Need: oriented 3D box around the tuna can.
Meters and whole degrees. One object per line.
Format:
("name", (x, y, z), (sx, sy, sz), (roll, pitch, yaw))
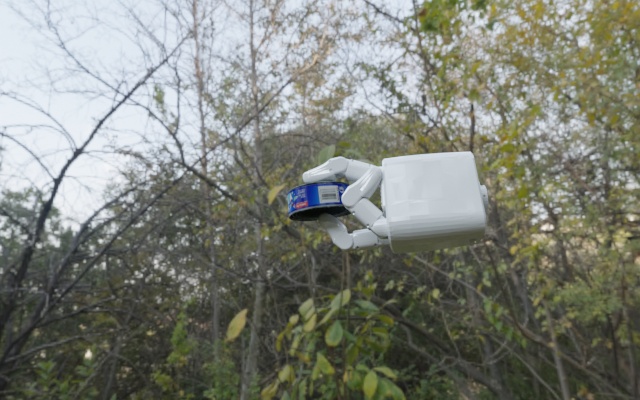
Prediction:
("tuna can", (0.000, 0.001, 0.619), (0.086, 0.033, 0.086), (-6, -13, -1))
